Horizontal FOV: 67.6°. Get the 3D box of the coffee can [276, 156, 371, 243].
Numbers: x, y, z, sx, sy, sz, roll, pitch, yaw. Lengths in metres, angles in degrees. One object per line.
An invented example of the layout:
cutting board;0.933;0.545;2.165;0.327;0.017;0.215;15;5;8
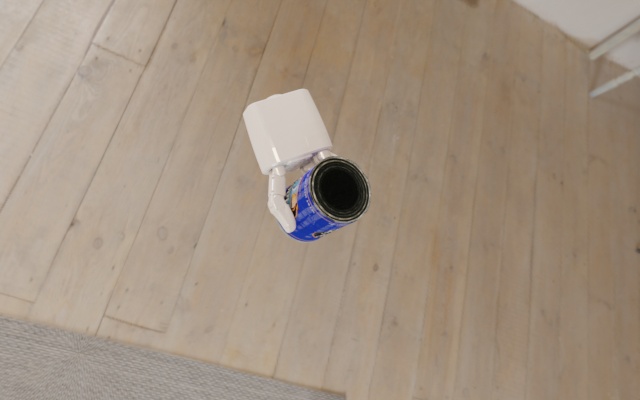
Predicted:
coffee can;0.000;0.003;0.750;0.103;0.102;0.140;0;-16;-27
